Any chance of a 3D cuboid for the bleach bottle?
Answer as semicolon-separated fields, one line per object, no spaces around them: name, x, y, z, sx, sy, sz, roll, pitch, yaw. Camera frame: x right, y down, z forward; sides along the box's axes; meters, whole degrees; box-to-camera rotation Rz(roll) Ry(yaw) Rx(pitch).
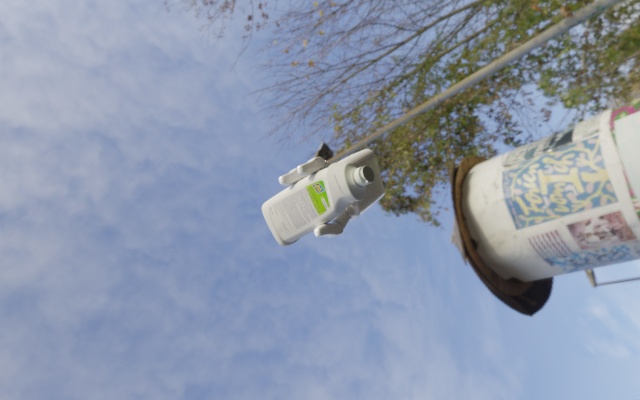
bleach bottle;0.000;0.003;0.858;0.251;0.102;0.068;-25;5;44
